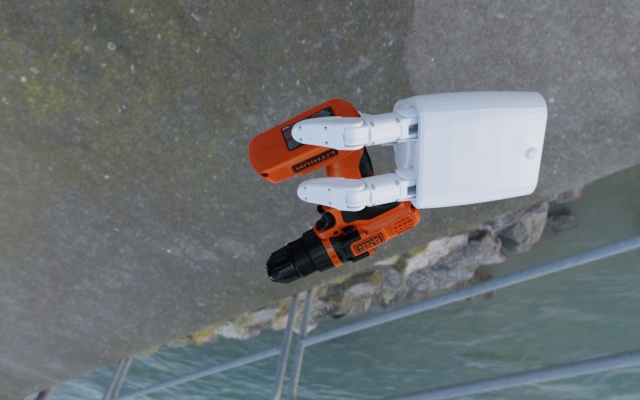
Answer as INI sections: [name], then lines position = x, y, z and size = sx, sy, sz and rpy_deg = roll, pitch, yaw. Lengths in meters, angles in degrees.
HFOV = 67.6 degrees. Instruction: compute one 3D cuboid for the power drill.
[power drill]
position = 0.000, 0.001, 0.487
size = 0.184, 0.057, 0.188
rpy_deg = -27, -42, 2
